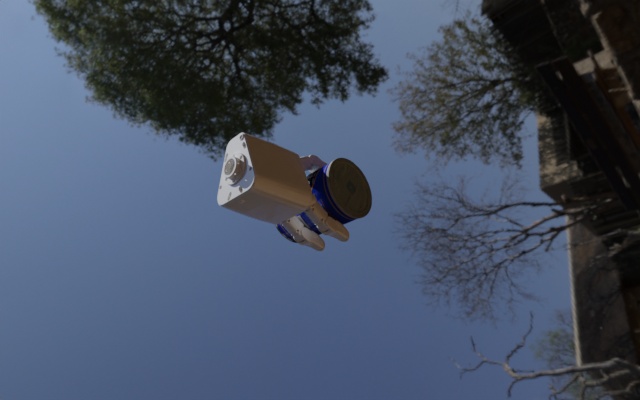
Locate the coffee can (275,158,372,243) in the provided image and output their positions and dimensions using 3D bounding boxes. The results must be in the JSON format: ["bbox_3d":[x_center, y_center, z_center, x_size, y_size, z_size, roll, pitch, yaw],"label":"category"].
[{"bbox_3d":[0.000,0.003,0.800,0.140,0.102,0.103,-26,-17,38],"label":"coffee can"}]
